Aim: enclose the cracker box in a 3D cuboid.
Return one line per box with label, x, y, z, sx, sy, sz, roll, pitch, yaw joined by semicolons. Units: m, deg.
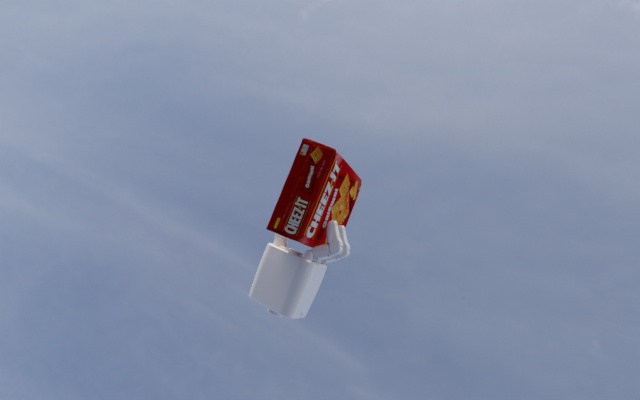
cracker box;0.000;0.003;0.864;0.072;0.164;0.214;20;-5;19
